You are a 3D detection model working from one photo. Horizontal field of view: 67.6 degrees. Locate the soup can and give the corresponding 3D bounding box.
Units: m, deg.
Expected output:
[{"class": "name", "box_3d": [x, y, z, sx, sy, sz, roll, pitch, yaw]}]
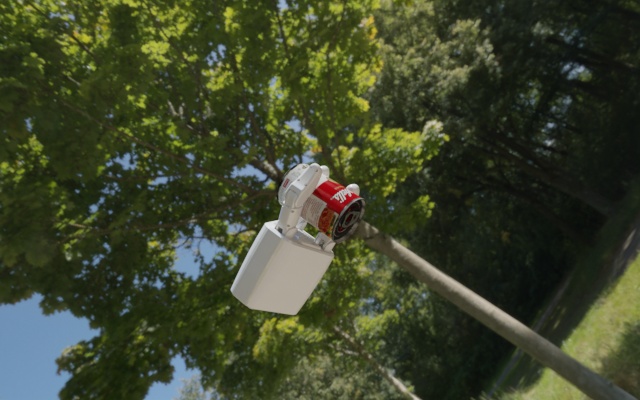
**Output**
[{"class": "soup can", "box_3d": [0.000, 0.001, 0.636, 0.102, 0.068, 0.068, 33, 16, 26]}]
